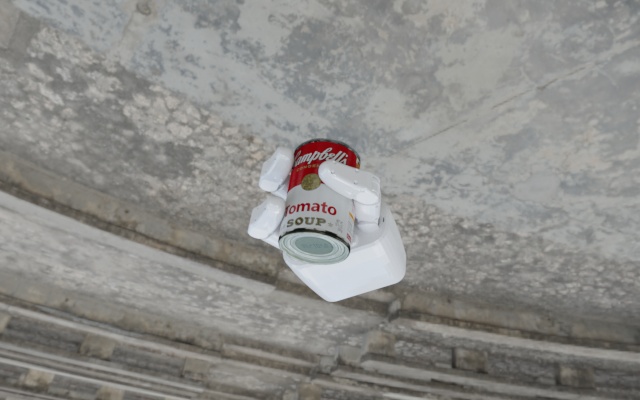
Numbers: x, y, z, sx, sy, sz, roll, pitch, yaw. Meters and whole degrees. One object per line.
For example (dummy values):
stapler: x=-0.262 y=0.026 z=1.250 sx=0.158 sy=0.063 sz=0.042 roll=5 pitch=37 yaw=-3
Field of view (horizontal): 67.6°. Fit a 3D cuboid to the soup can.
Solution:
soup can: x=0.000 y=0.001 z=0.453 sx=0.068 sy=0.102 sz=0.068 roll=6 pitch=-31 yaw=4
